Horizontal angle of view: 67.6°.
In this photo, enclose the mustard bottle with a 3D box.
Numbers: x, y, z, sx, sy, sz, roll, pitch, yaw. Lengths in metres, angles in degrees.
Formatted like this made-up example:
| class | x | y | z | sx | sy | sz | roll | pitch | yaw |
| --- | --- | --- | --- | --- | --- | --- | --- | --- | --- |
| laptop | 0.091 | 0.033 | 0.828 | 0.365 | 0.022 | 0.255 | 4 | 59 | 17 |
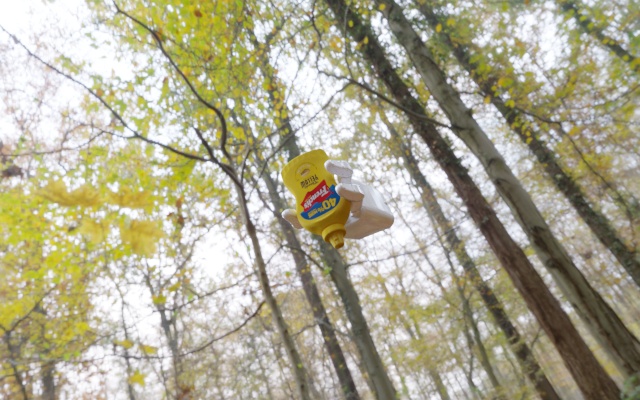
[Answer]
| class | x | y | z | sx | sy | sz | roll | pitch | yaw |
| --- | --- | --- | --- | --- | --- | --- | --- | --- | --- |
| mustard bottle | 0.000 | 0.002 | 0.846 | 0.096 | 0.191 | 0.058 | -28 | -32 | 7 |
